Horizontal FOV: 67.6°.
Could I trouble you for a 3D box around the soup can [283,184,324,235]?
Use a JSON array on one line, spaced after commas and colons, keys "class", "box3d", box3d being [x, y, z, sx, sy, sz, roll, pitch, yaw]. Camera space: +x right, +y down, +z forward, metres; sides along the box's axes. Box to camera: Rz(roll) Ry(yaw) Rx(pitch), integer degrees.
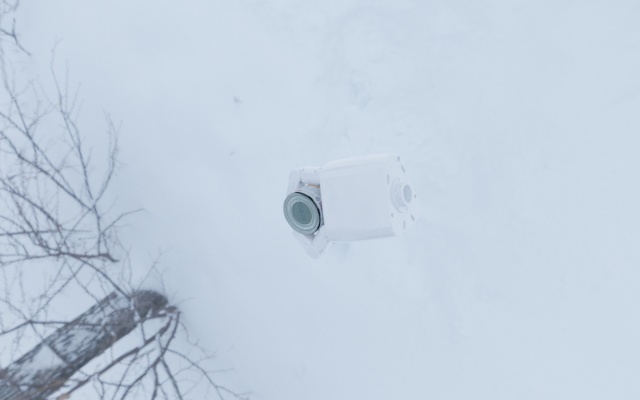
[{"class": "soup can", "box3d": [0.000, 0.002, 0.721, 0.068, 0.068, 0.102, 0, 20, 37]}]
